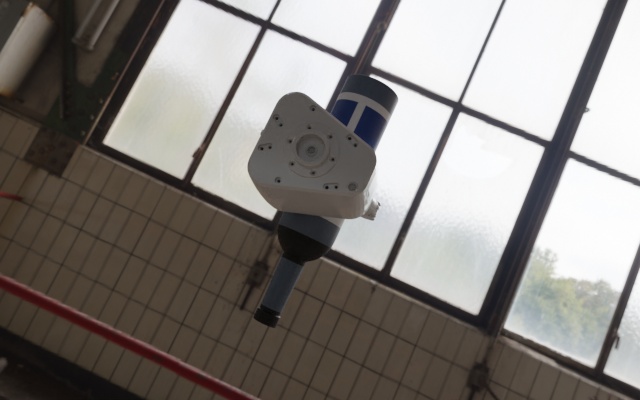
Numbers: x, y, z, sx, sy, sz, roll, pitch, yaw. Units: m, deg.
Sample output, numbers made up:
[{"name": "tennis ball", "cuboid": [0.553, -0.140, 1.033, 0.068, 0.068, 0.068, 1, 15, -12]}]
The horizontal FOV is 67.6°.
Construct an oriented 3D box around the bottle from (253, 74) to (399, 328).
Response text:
[{"name": "bottle", "cuboid": [0.000, 0.002, 0.542, 0.069, 0.295, 0.069, 24, -8, 4]}]
